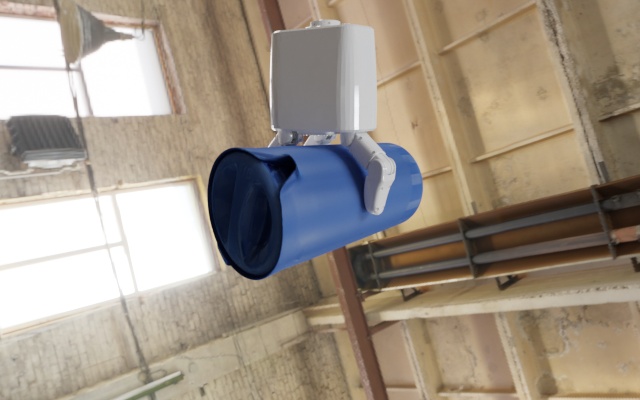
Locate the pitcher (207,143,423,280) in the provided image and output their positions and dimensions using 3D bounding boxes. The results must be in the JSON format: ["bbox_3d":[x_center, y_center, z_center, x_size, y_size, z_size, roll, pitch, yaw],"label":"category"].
[{"bbox_3d":[0.000,0.002,0.553,0.243,0.145,0.149,-12,16,-41],"label":"pitcher"}]
